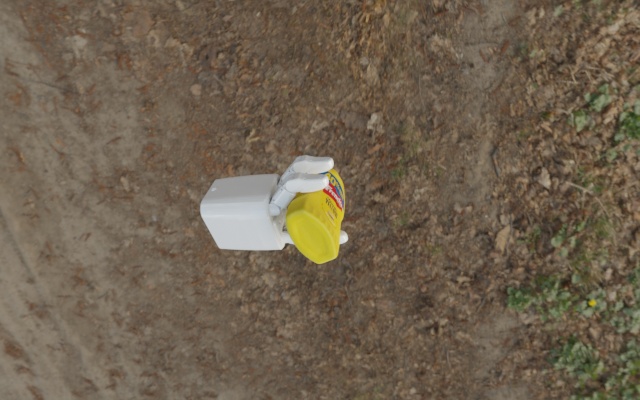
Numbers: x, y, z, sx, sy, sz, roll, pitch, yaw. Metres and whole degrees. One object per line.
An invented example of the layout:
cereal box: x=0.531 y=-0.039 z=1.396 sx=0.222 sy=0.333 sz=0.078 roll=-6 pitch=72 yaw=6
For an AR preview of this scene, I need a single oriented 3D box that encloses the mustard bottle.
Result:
mustard bottle: x=0.000 y=0.002 z=0.732 sx=0.058 sy=0.096 sz=0.191 roll=-25 pitch=25 yaw=22
